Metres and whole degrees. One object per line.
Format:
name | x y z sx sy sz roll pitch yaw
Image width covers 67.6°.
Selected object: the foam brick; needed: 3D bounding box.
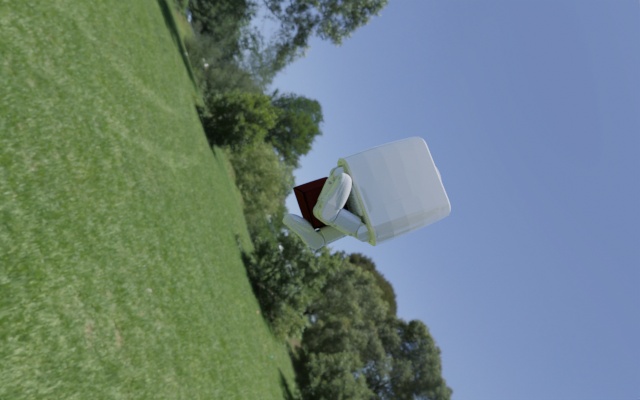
foam brick | 0.000 0.002 0.639 0.051 0.053 0.078 -19 11 -9
